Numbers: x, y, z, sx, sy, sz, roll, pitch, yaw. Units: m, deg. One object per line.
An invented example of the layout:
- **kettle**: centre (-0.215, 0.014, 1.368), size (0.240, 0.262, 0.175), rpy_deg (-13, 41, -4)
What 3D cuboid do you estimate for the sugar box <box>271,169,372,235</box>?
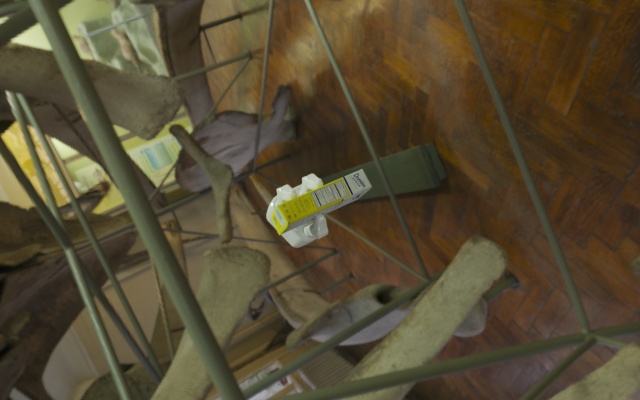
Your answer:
- **sugar box**: centre (0.000, 0.002, 0.883), size (0.176, 0.048, 0.093), rpy_deg (-26, -7, -19)
